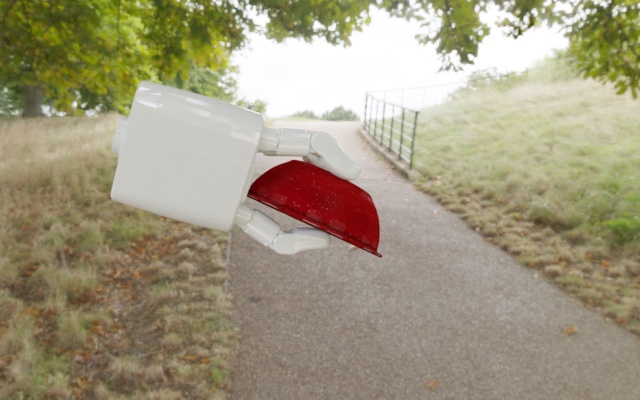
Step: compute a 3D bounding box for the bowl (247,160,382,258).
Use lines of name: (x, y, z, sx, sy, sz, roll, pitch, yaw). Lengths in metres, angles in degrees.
bowl: (0.001, 0.002, 0.495, 0.162, 0.055, 0.162, 25, -4, 2)
